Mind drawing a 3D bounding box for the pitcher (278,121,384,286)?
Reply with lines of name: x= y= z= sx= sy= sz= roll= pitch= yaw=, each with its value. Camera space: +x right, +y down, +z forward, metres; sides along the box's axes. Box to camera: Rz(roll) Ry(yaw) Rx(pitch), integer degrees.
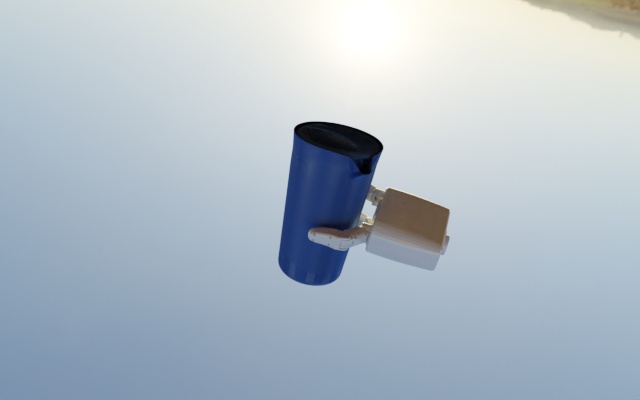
pitcher: x=0.000 y=0.003 z=0.749 sx=0.145 sy=0.243 sz=0.149 roll=17 pitch=27 yaw=9
